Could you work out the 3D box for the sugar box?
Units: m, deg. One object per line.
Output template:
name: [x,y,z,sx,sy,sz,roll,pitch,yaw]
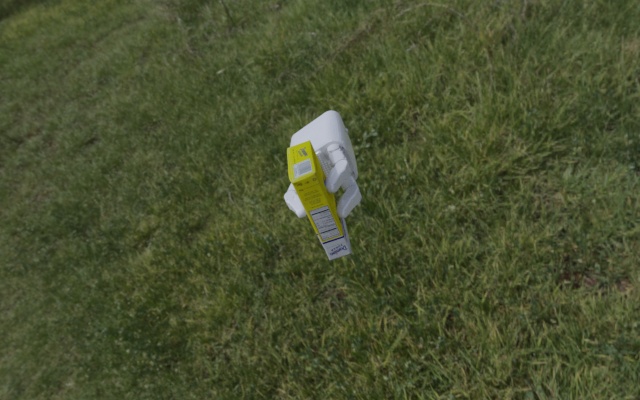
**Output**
sugar box: [0.001,0.002,0.760,0.048,0.176,0.093,-21,38,9]
